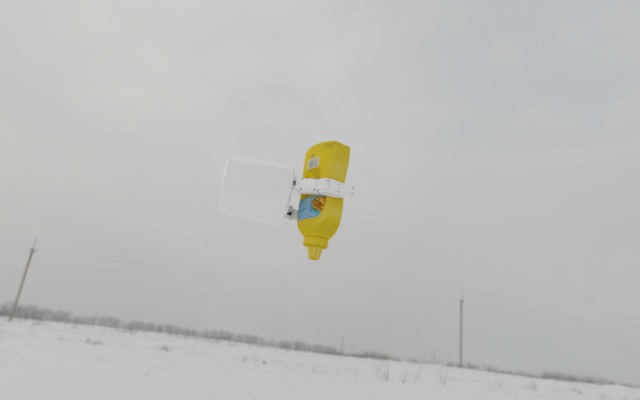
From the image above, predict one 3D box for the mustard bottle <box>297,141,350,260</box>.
[{"bbox_3d":[0.000,0.002,0.788,0.058,0.191,0.096,19,-20,-33],"label":"mustard bottle"}]
